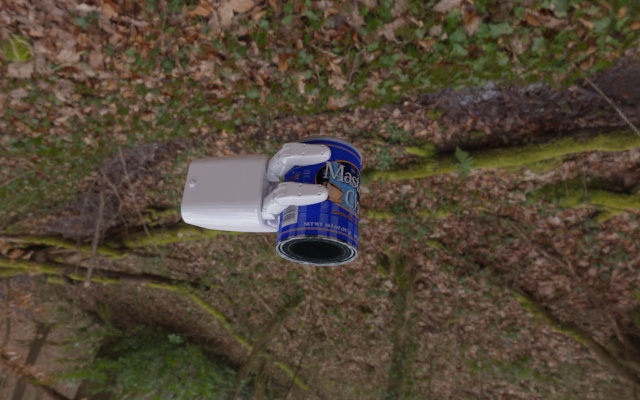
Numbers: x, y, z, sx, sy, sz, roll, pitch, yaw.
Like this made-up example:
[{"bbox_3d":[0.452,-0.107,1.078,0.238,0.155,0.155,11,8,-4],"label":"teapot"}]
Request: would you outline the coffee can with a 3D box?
[{"bbox_3d":[0.000,0.002,0.619,0.103,0.140,0.103,4,-26,2],"label":"coffee can"}]
